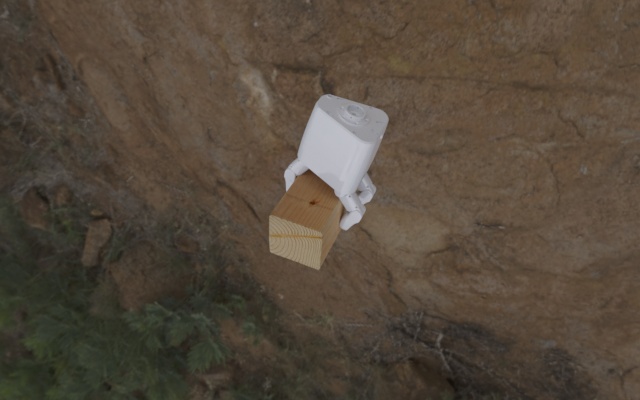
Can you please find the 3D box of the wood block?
[{"bbox_3d":[0.000,0.002,0.807,0.091,0.090,0.206,19,45,14],"label":"wood block"}]
